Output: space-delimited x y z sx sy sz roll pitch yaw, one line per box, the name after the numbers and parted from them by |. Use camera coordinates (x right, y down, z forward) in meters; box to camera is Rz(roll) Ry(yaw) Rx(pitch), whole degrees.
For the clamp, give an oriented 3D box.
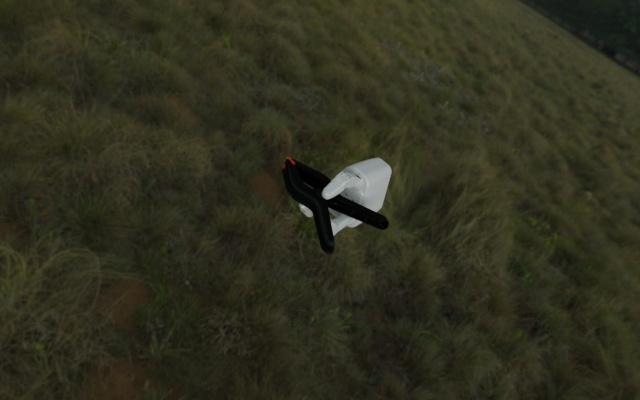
0.000 0.002 0.812 0.210 0.036 0.164 41 35 18 | clamp
